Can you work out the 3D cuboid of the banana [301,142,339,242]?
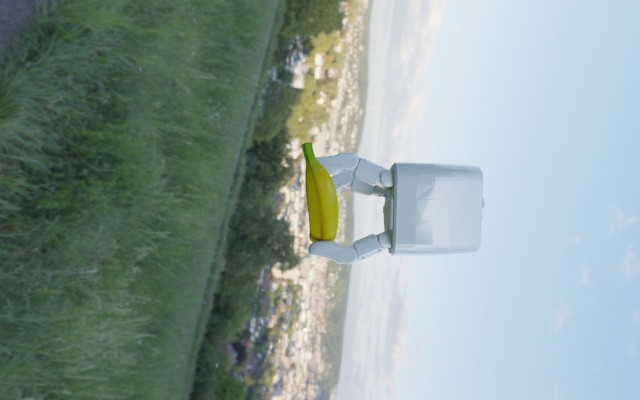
[{"bbox_3d":[0.002,0.015,0.592,0.037,0.069,0.198,-6,-34,-3],"label":"banana"}]
